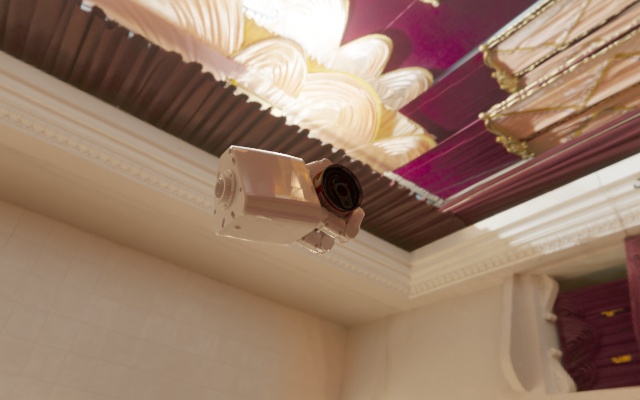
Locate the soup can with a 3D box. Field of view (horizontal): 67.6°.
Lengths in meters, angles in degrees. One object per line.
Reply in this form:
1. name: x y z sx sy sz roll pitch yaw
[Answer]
1. soup can: 0.000 0.002 0.662 0.068 0.068 0.102 0 -23 -39
